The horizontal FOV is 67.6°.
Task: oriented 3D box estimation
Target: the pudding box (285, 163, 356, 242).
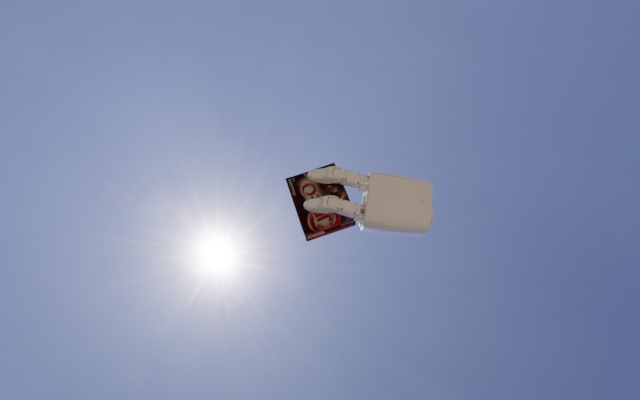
[{"bbox_3d":[0.000,0.003,0.806,0.090,0.113,0.039,-18,-25,-6],"label":"pudding box"}]
